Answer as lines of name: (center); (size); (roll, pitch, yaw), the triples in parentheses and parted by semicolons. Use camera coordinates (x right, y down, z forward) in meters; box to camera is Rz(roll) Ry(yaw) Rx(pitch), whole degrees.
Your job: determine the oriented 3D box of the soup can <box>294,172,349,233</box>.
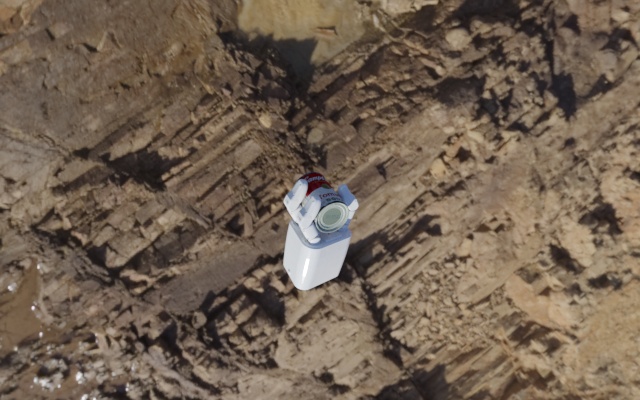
soup can: (0.000, 0.003, 0.862); (0.068, 0.068, 0.102); (0, 33, -29)
